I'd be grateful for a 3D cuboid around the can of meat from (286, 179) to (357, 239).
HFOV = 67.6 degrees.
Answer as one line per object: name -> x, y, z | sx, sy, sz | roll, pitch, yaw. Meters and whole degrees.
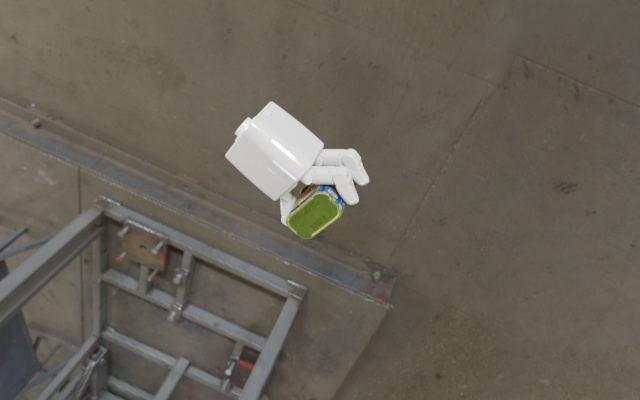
can of meat -> 0.000, 0.003, 0.738 | 0.102, 0.057, 0.084 | -40, 14, 36
